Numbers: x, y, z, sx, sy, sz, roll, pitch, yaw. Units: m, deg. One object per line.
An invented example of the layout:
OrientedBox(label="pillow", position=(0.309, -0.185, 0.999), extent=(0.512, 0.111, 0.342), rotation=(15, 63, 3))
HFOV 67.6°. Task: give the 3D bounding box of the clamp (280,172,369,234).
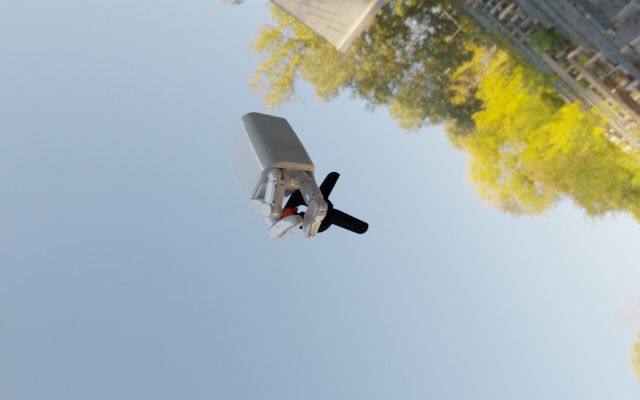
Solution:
OrientedBox(label="clamp", position=(0.000, 0.003, 0.771), extent=(0.171, 0.120, 0.039), rotation=(3, -39, -47))
